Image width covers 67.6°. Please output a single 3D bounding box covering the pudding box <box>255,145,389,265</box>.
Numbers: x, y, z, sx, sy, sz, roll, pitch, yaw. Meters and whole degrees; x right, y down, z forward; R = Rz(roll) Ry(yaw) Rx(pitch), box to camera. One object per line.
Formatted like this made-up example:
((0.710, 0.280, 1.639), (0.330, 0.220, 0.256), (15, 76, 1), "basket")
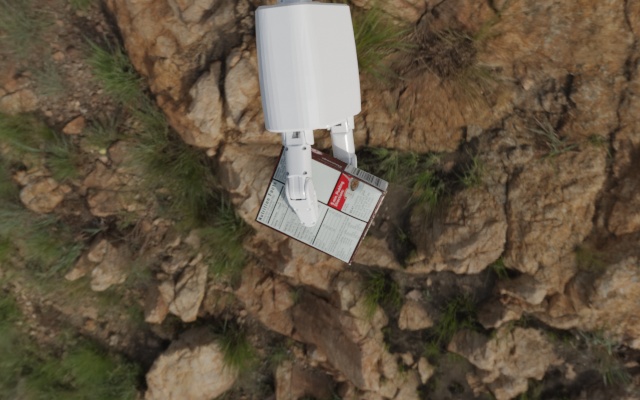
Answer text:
((0.000, 0.002, 0.489), (0.113, 0.090, 0.039), (25, 20, 5), "pudding box")
